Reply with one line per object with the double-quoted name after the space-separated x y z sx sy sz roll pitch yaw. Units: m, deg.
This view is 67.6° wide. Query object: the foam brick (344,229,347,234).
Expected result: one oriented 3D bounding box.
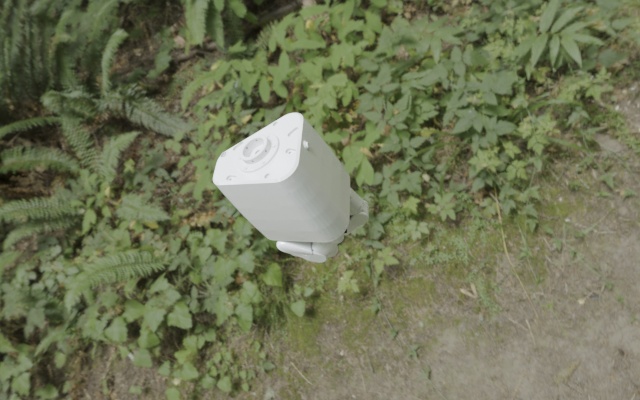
0.000 0.002 0.583 0.053 0.078 0.051 -17 -43 24 "foam brick"
